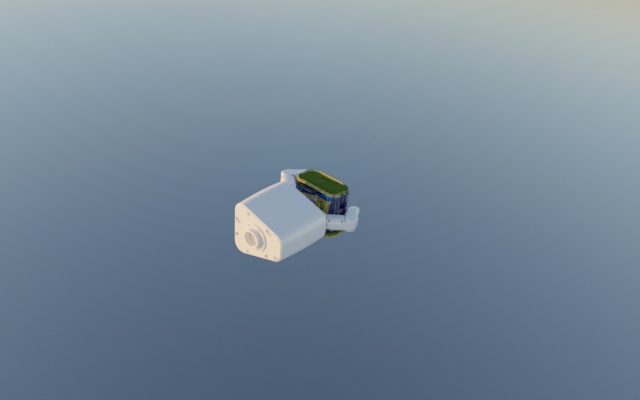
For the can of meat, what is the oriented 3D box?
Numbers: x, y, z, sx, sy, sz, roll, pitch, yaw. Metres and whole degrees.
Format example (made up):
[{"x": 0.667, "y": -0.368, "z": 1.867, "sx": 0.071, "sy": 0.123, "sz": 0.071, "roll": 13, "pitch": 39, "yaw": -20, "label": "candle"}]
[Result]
[{"x": 0.000, "y": 0.002, "z": 0.840, "sx": 0.102, "sy": 0.084, "sz": 0.057, "roll": 29, "pitch": 37, "yaw": 33, "label": "can of meat"}]
